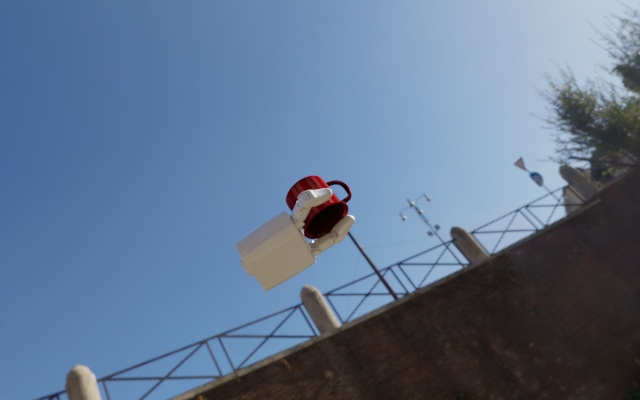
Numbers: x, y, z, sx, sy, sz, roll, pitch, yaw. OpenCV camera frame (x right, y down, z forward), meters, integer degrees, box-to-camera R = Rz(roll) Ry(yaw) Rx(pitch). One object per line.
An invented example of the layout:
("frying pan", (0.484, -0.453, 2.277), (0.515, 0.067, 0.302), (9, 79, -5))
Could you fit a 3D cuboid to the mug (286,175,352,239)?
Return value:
("mug", (0.001, 0.002, 0.861), (0.117, 0.081, 0.093), (-33, -31, -8))
